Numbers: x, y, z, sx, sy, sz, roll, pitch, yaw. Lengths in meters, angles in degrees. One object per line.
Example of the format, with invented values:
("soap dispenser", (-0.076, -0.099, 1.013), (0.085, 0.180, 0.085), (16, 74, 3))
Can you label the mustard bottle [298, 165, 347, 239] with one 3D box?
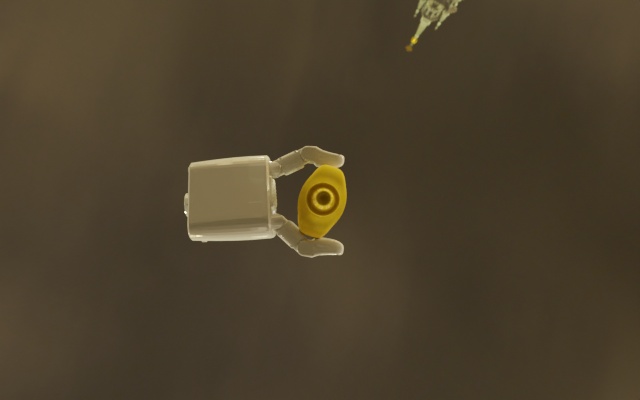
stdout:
("mustard bottle", (0.000, 0.002, 0.635), (0.058, 0.096, 0.191), (21, -3, 0))
